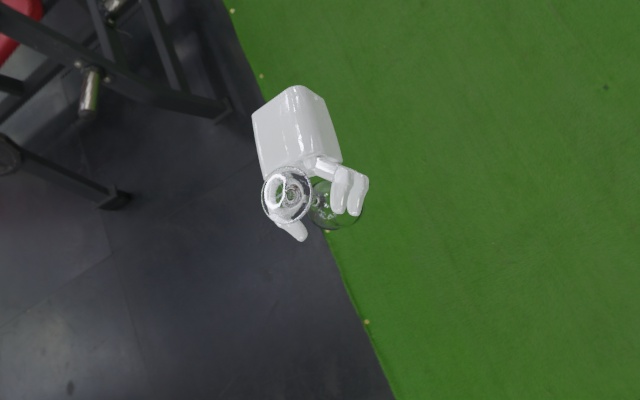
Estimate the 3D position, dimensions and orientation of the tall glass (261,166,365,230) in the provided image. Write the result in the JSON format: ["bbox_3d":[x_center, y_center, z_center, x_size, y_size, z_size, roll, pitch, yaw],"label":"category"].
[{"bbox_3d":[0.000,0.002,0.686,0.079,0.079,0.201,0,-6,26],"label":"tall glass"}]
